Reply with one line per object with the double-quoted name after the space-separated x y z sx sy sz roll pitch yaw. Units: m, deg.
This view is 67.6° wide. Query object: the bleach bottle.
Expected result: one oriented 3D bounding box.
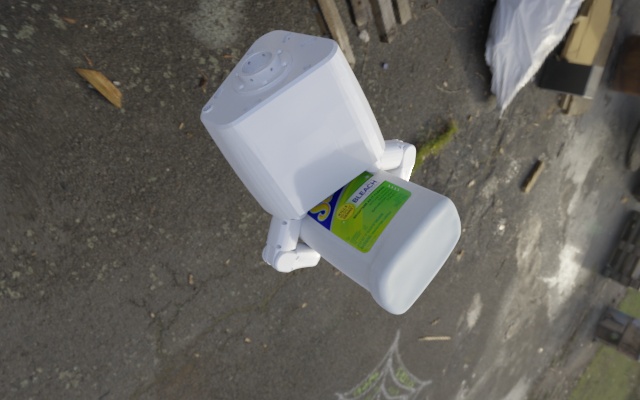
0.000 0.001 0.455 0.250 0.102 0.068 27 -21 42 "bleach bottle"
